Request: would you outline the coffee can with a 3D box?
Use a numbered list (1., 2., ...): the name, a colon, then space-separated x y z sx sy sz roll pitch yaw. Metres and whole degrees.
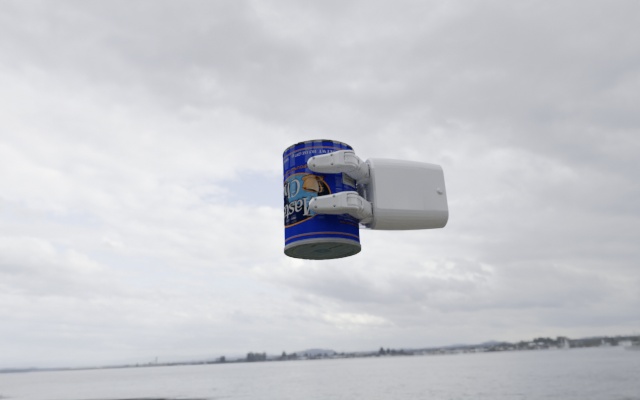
1. coffee can: 0.000 0.002 0.647 0.103 0.140 0.103 -2 -19 -1
